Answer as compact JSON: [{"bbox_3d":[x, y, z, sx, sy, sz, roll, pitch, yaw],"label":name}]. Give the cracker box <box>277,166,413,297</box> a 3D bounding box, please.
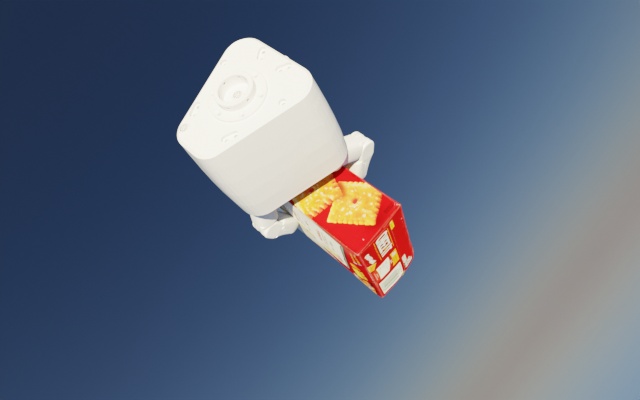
[{"bbox_3d":[0.000,0.002,0.544,0.213,0.072,0.164,38,-10,28],"label":"cracker box"}]
